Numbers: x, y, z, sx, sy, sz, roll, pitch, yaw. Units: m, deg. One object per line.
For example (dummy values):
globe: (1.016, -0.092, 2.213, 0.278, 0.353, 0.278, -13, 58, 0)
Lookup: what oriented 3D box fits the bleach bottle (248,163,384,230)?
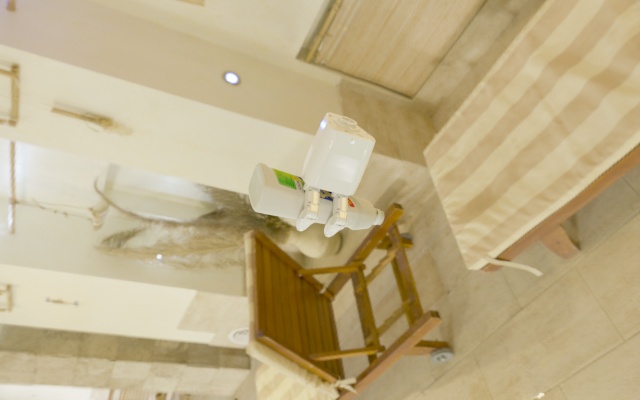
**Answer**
bleach bottle: (0.000, 0.003, 0.872, 0.251, 0.068, 0.102, 13, 24, -23)
